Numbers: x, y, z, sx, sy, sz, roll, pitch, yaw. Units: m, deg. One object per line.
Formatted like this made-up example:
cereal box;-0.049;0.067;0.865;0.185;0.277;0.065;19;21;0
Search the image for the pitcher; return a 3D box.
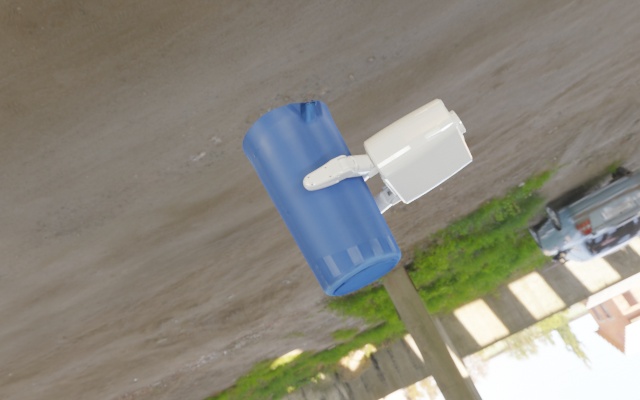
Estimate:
pitcher;0.000;0.002;0.639;0.145;0.242;0.149;-33;-21;12
